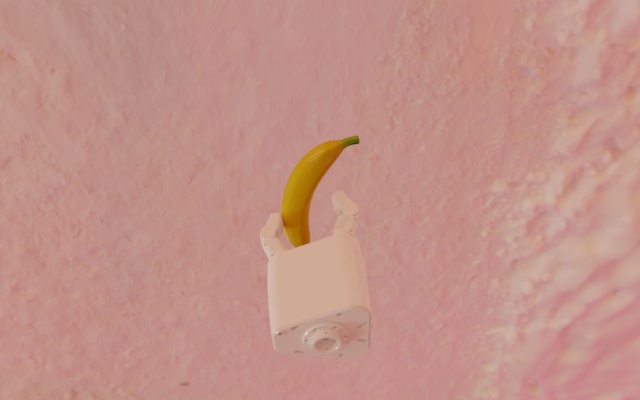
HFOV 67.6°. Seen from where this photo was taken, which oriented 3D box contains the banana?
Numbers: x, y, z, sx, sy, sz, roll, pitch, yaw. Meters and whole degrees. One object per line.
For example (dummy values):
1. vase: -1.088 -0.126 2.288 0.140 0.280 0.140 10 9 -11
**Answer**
1. banana: -0.016 -0.005 0.630 0.069 0.198 0.037 14 35 -18
